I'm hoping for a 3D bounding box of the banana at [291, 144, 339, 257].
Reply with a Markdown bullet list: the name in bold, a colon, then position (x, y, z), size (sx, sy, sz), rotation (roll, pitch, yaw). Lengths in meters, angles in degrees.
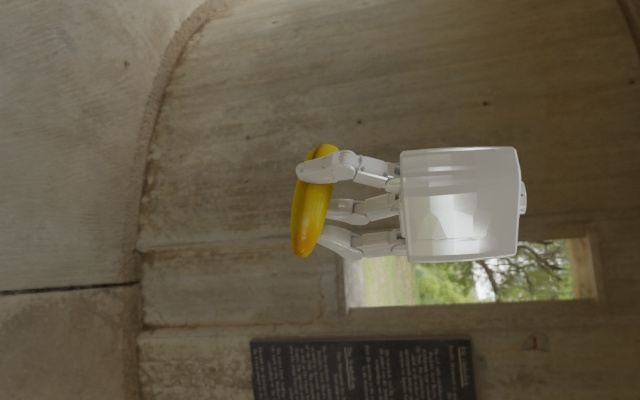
- **banana**: position (-0.001, -0.017, 0.517), size (0.037, 0.070, 0.197), rotation (0, 25, 10)
